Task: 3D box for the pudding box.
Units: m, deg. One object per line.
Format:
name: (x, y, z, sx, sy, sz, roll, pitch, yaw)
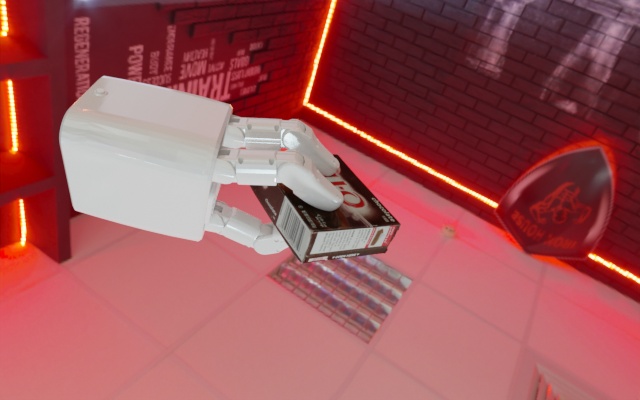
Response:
pudding box: (0.000, 0.001, 0.415, 0.090, 0.039, 0.113, -3, 41, -33)
